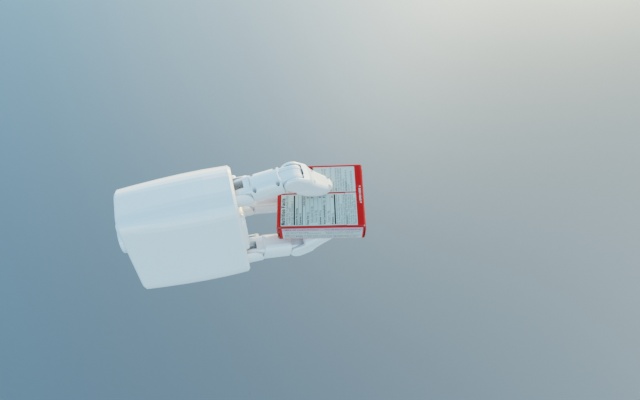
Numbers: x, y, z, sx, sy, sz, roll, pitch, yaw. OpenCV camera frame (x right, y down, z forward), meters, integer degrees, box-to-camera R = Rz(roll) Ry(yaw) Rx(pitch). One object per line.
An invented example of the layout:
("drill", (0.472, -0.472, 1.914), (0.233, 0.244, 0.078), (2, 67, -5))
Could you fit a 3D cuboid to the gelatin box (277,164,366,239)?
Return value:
("gelatin box", (0.000, 0.001, 0.490), (0.089, 0.073, 0.030), (-2, -30, 1))
